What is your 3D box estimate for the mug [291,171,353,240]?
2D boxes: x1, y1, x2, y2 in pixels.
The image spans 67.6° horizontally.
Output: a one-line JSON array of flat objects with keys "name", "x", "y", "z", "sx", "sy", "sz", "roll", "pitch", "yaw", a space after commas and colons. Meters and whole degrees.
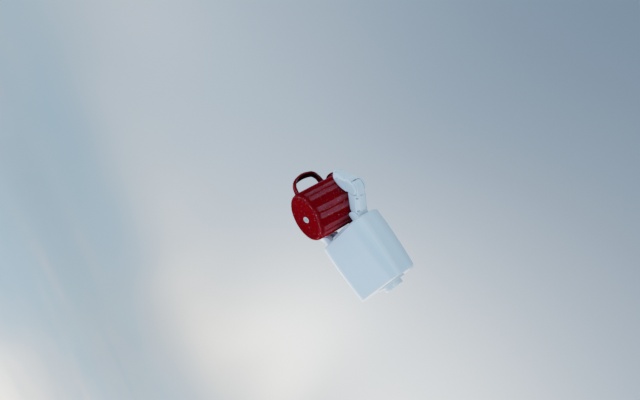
[{"name": "mug", "x": -0.001, "y": 0.001, "z": 0.768, "sx": 0.081, "sy": 0.117, "sz": 0.093, "roll": -28, "pitch": -16, "yaw": -28}]
